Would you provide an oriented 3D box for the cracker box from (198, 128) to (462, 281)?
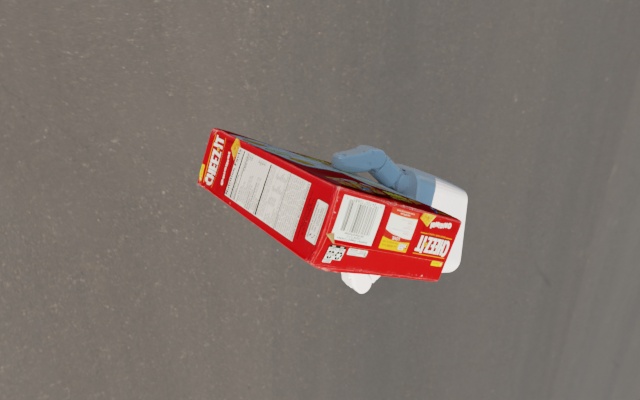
[{"bbox_3d":[0.000,0.001,0.469,0.164,0.072,0.213,13,10,-41],"label":"cracker box"}]
